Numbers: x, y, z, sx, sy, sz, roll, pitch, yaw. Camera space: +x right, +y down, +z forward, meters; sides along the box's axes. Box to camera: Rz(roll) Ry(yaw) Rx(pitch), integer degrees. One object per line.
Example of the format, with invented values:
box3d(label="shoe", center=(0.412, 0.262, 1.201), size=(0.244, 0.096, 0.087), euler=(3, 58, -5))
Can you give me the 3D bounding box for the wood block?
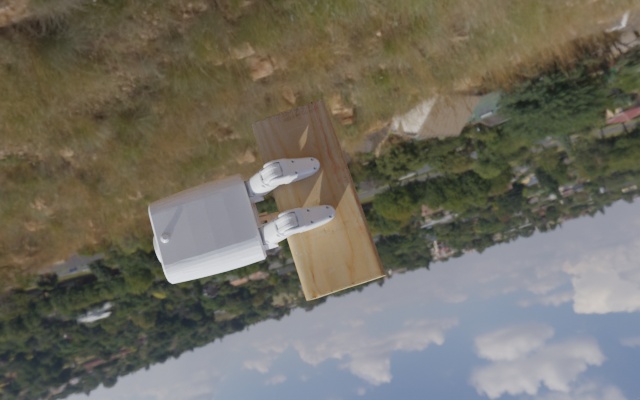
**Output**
box3d(label="wood block", center=(0.000, 0.002, 0.556), size=(0.090, 0.206, 0.091), euler=(-19, -11, 4))
